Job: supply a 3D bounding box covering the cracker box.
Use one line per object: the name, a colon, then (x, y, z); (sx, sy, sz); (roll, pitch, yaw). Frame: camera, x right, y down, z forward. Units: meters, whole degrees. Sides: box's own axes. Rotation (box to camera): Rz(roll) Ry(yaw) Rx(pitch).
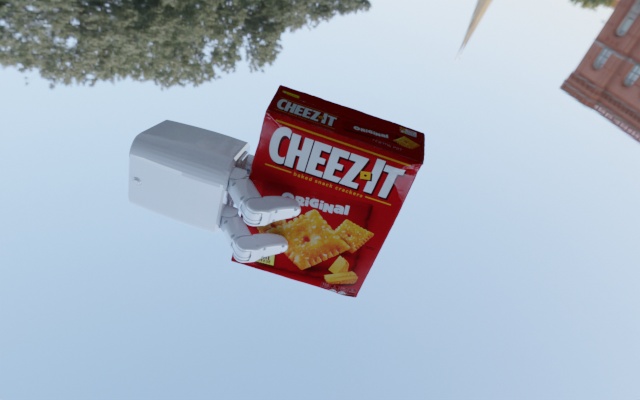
cracker box: (0.000, 0.002, 0.539); (0.164, 0.214, 0.072); (18, 38, -3)
